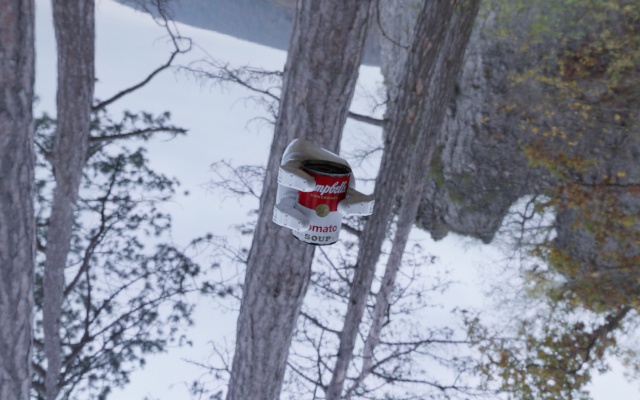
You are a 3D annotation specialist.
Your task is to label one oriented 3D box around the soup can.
[{"bbox_3d":[0.000,0.003,0.648,0.068,0.102,0.068,8,19,-3],"label":"soup can"}]
